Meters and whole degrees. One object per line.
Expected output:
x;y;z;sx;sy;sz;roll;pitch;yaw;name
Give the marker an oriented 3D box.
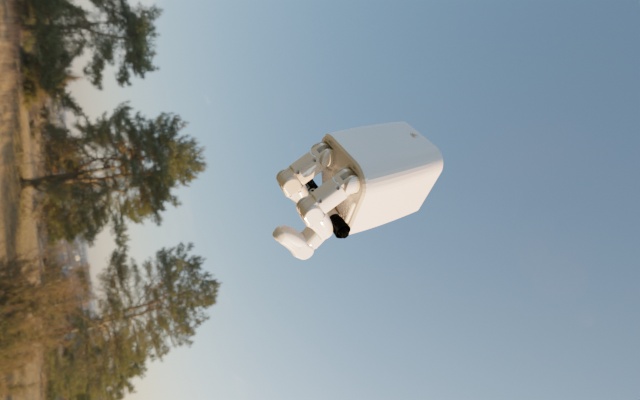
0.000;0.002;0.549;0.020;0.020;0.121;0;36;-33;marker
